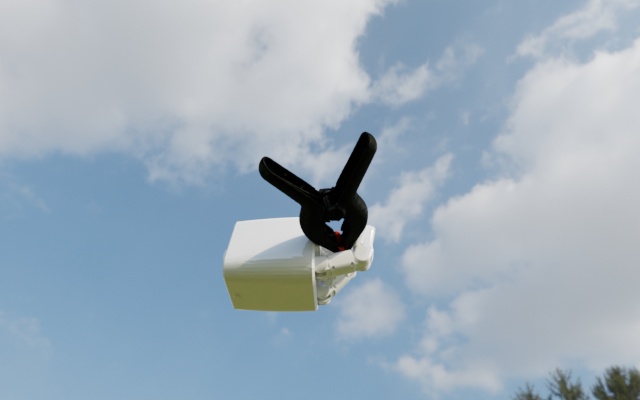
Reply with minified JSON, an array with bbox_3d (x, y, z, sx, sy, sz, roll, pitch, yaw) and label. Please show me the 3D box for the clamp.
[{"bbox_3d":[0.000,0.001,0.526,0.120,0.172,0.039,-3,43,1],"label":"clamp"}]
